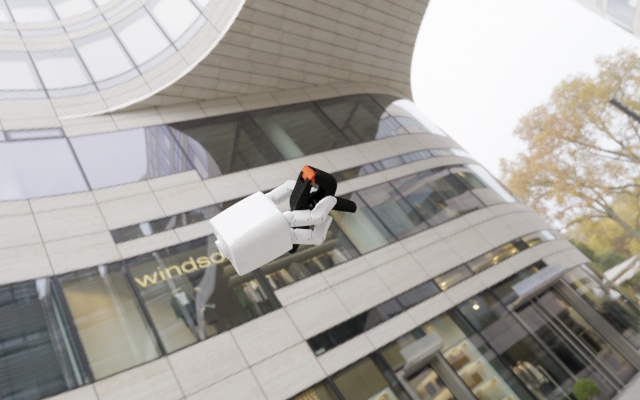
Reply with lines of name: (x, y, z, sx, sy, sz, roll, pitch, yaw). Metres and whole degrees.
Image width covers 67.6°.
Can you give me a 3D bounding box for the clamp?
clamp: (-0.001, 0.002, 0.868, 0.164, 0.036, 0.210, -30, -31, -19)
